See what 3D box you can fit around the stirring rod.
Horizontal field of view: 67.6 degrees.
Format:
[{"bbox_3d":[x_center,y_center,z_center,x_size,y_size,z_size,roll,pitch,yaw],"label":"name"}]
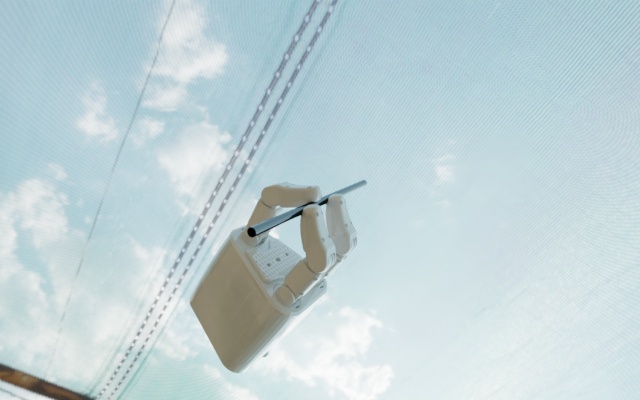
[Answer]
[{"bbox_3d":[0.000,0.002,0.462,0.011,0.011,0.239,0,11,26],"label":"stirring rod"}]
